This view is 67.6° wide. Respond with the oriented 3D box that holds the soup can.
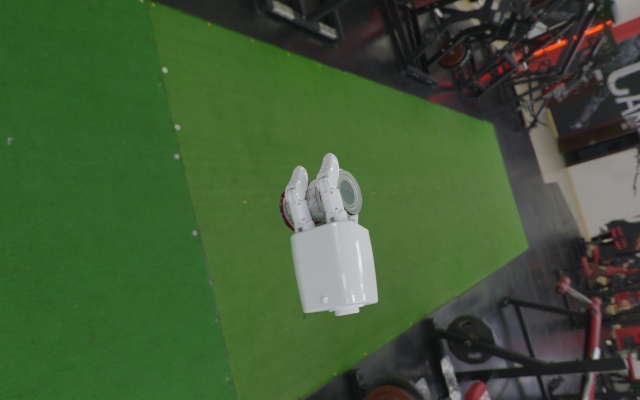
[{"bbox_3d":[0.000,0.002,0.691,0.102,0.068,0.068,-19,-11,33],"label":"soup can"}]
